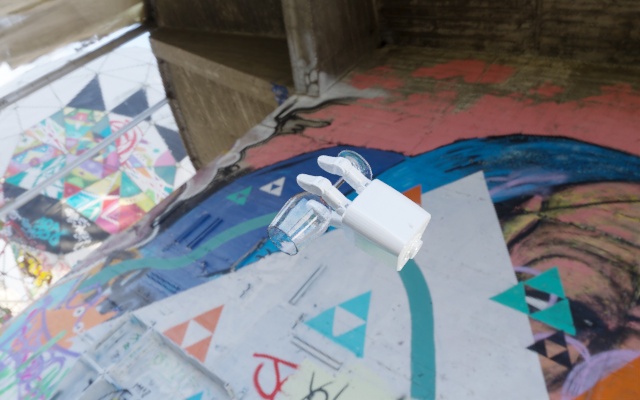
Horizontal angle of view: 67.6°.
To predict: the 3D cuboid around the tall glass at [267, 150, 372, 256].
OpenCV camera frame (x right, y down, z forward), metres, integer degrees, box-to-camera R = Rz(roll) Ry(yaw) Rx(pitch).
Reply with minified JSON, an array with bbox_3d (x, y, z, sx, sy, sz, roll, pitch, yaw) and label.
[{"bbox_3d":[0.000,0.002,0.793,0.079,0.079,0.201,0,37,51],"label":"tall glass"}]
